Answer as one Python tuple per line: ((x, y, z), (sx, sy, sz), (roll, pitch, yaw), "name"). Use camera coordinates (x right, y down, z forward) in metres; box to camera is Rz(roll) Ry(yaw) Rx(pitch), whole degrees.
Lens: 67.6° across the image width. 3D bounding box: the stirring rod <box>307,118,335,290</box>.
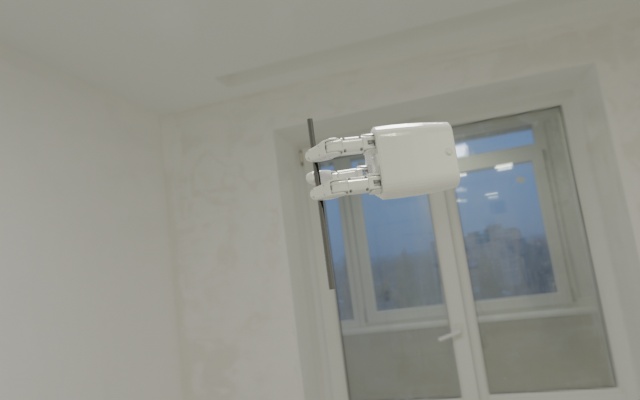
((0.000, 0.002, 0.663), (0.011, 0.239, 0.011), (-7, -8, -1), "stirring rod")
